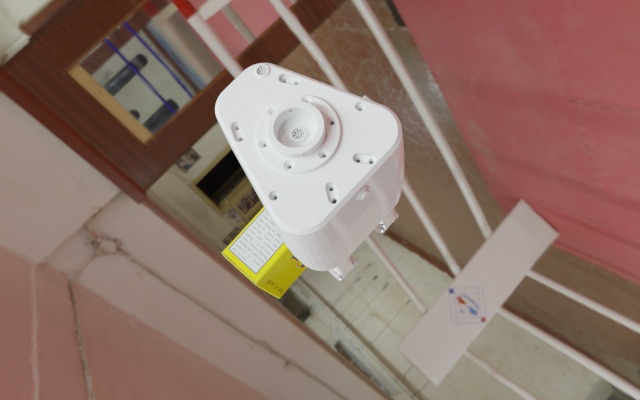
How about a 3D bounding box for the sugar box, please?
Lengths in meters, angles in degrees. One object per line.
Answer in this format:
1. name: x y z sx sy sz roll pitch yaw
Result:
1. sugar box: 0.000 0.002 0.418 0.048 0.176 0.093 41 -8 17
